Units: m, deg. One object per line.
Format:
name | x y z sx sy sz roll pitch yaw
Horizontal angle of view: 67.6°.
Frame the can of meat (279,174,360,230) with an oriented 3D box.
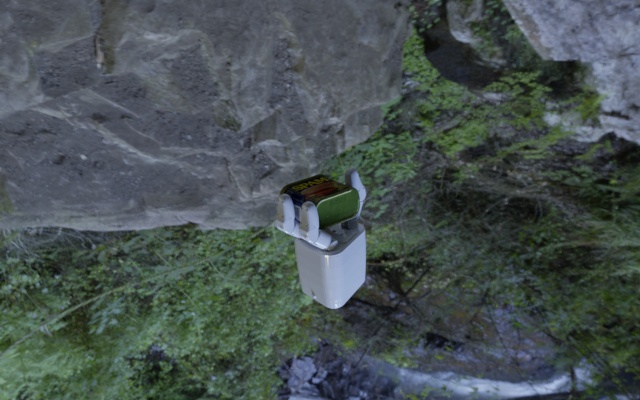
can of meat | 0.000 0.002 0.756 0.102 0.057 0.084 -20 28 -37
